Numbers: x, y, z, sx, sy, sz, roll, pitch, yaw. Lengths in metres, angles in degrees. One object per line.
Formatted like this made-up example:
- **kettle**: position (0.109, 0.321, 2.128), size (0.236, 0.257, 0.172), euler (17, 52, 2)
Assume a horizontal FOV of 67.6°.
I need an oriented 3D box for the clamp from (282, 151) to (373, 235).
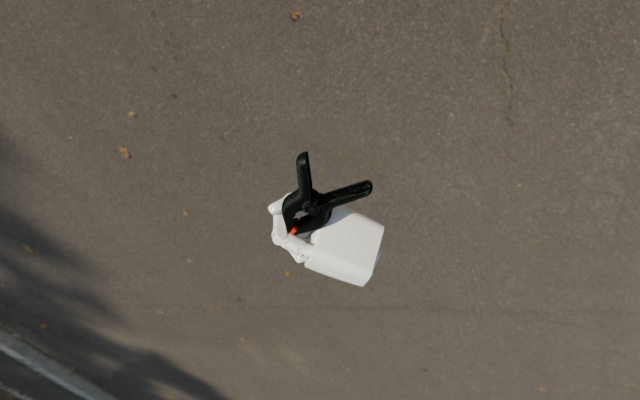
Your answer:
- **clamp**: position (0.000, 0.003, 0.733), size (0.120, 0.039, 0.172), euler (22, -41, -6)
